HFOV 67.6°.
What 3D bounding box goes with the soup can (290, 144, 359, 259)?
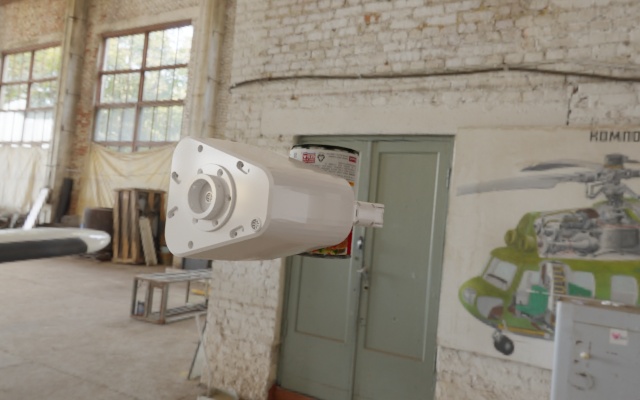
[{"bbox_3d":[0.000,0.001,0.459,0.068,0.102,0.068,5,-2,0],"label":"soup can"}]
